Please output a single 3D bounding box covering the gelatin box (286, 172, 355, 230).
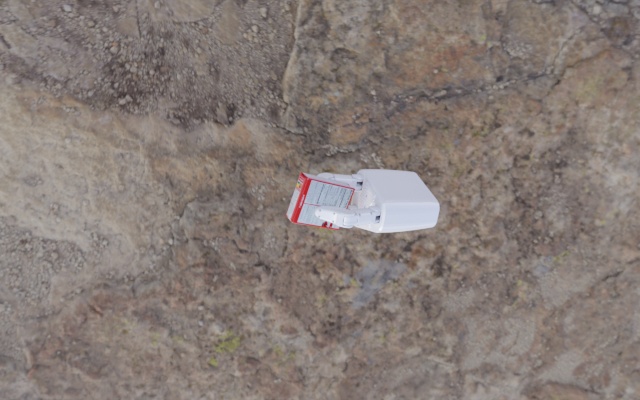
[{"bbox_3d":[0.000,0.003,0.733,0.089,0.073,0.030,11,17,-31],"label":"gelatin box"}]
